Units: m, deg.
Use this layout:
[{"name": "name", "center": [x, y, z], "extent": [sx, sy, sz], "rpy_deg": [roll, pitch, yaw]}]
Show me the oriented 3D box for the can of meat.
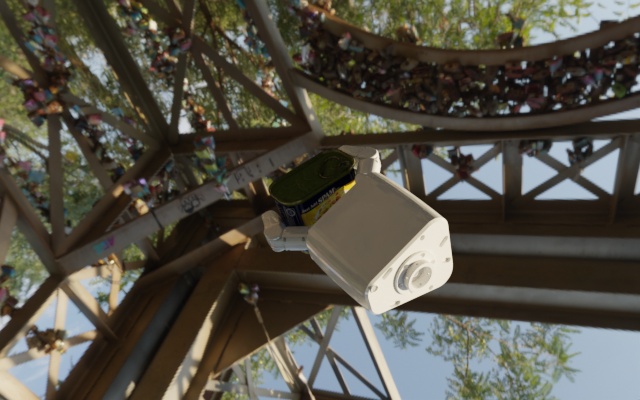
[{"name": "can of meat", "center": [0.000, 0.002, 0.564], "extent": [0.102, 0.084, 0.057], "rpy_deg": [-33, 40, -19]}]
